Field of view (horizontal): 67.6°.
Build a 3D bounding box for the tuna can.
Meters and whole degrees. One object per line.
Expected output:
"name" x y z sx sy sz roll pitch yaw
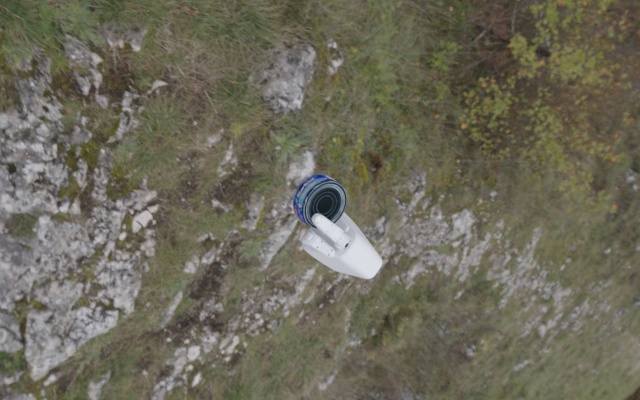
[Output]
"tuna can" 0.000 0.003 0.769 0.086 0.086 0.033 0 21 -35
